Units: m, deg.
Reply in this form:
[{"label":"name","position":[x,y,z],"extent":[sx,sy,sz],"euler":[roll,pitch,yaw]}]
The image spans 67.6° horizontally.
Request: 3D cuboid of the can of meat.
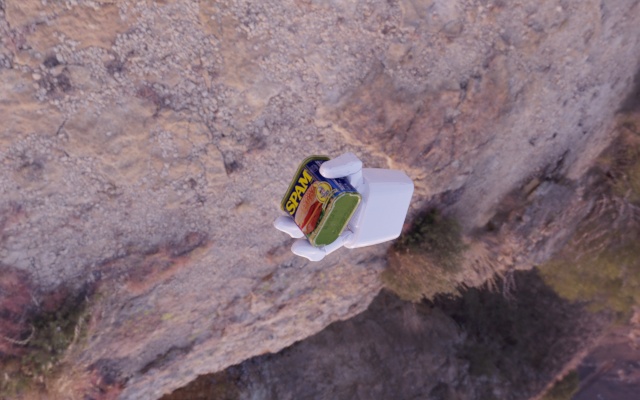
[{"label":"can of meat","position":[0.000,0.002,0.663],"extent":[0.057,0.102,0.084],"euler":[-2,40,-44]}]
